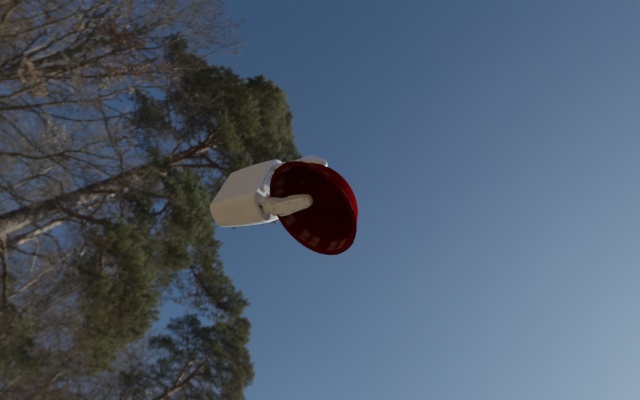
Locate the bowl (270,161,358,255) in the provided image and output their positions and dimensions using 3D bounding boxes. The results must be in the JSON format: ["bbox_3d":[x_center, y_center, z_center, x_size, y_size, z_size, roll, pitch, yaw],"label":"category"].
[{"bbox_3d":[0.001,0.002,0.733,0.162,0.162,0.055,0,29,42],"label":"bowl"}]
